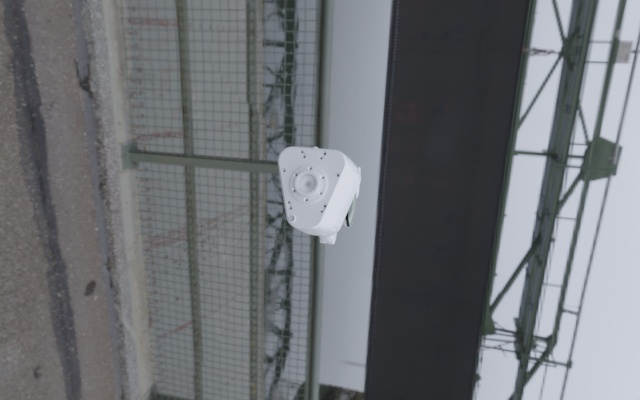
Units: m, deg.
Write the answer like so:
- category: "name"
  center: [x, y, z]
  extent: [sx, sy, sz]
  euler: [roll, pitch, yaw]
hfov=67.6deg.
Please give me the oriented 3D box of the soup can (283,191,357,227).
- category: "soup can"
  center: [0.000, 0.003, 0.741]
  extent: [0.102, 0.068, 0.068]
  euler: [6, 1, 13]
